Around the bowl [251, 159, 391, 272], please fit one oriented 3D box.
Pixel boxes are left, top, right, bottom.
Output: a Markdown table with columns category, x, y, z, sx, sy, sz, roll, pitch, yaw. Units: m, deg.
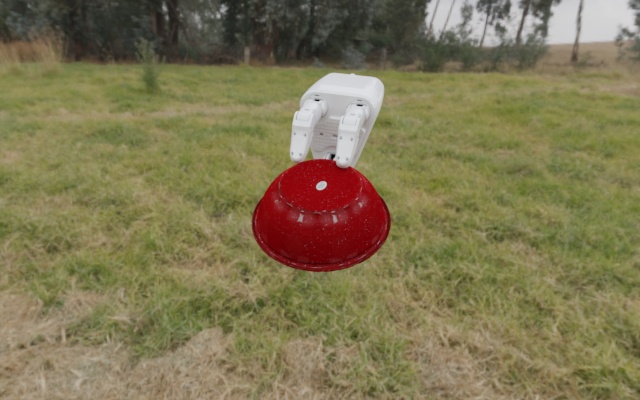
| category | x | y | z | sx | sy | sz | roll | pitch | yaw |
| --- | --- | --- | --- | --- | --- | --- | --- | --- | --- |
| bowl | 0.000 | 0.002 | 0.537 | 0.162 | 0.055 | 0.162 | -1 | 43 | 1 |
